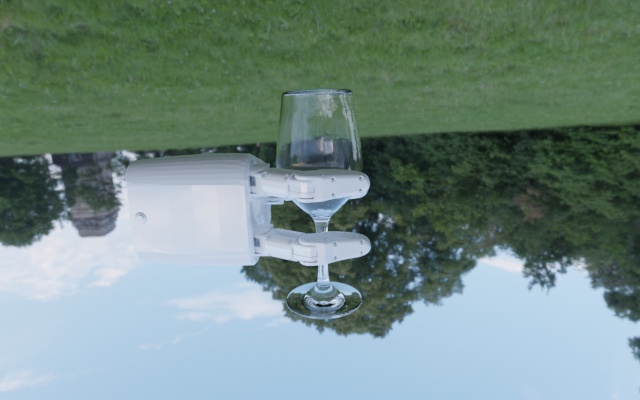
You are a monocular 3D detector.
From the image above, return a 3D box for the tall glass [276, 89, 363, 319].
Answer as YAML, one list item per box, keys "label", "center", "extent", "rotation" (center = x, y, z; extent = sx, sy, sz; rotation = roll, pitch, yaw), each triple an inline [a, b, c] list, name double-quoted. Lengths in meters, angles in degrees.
- label: "tall glass"
  center: [0.000, 0.002, 0.440]
  extent: [0.079, 0.201, 0.079]
  rotation: [-1, 16, 0]
